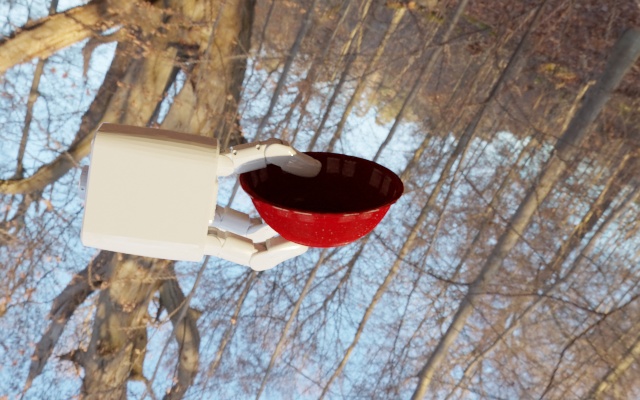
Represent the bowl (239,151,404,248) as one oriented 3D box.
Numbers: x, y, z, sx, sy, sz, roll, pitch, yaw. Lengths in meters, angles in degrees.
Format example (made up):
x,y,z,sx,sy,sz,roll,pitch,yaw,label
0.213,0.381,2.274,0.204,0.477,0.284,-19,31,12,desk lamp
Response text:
x,y,z,sx,sy,sz,roll,pitch,yaw,label
0.001,0.002,0.481,0.162,0.055,0.162,2,25,-1,bowl
